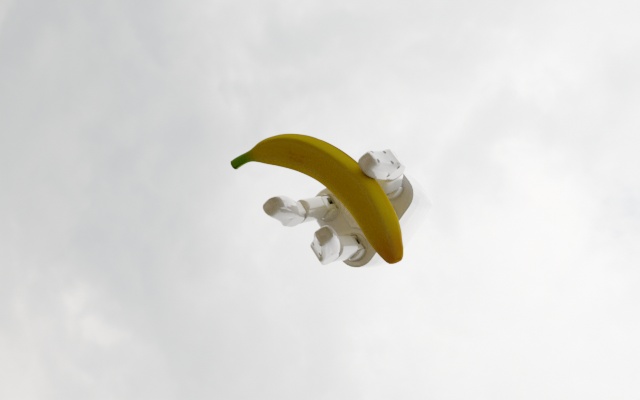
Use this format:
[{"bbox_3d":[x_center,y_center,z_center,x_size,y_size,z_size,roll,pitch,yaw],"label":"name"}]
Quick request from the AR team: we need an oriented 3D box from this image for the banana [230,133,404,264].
[{"bbox_3d":[0.007,-0.016,0.451,0.197,0.069,0.037,30,1,25],"label":"banana"}]
